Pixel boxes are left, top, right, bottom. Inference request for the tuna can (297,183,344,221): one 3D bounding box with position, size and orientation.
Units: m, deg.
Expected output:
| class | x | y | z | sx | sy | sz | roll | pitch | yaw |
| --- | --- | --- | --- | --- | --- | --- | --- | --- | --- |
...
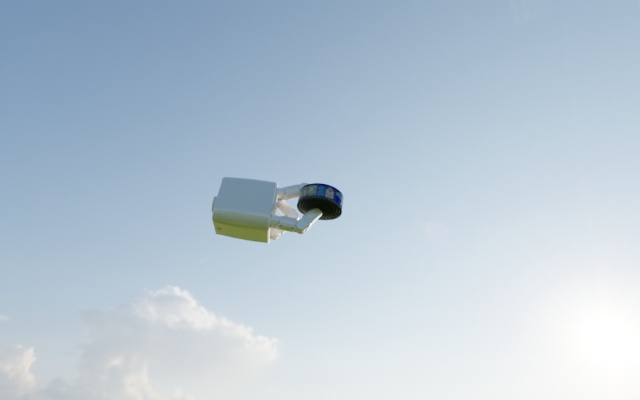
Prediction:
| class | x | y | z | sx | sy | sz | roll | pitch | yaw |
| --- | --- | --- | --- | --- | --- | --- | --- | --- | --- |
| tuna can | 0.000 | 0.002 | 0.898 | 0.086 | 0.033 | 0.086 | 7 | -30 | 4 |
